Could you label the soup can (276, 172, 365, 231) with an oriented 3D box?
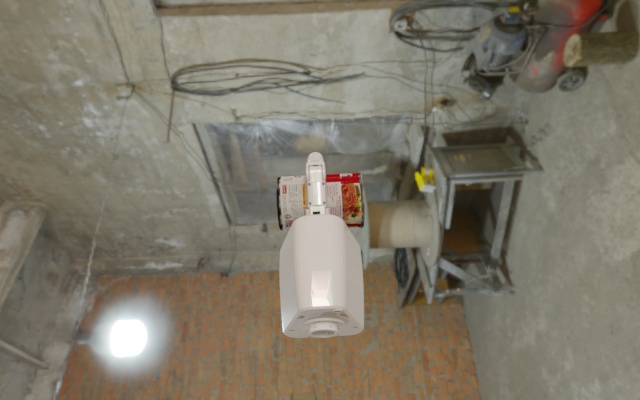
[{"bbox_3d":[0.000,0.001,0.584,0.102,0.068,0.068,-3,0,0],"label":"soup can"}]
